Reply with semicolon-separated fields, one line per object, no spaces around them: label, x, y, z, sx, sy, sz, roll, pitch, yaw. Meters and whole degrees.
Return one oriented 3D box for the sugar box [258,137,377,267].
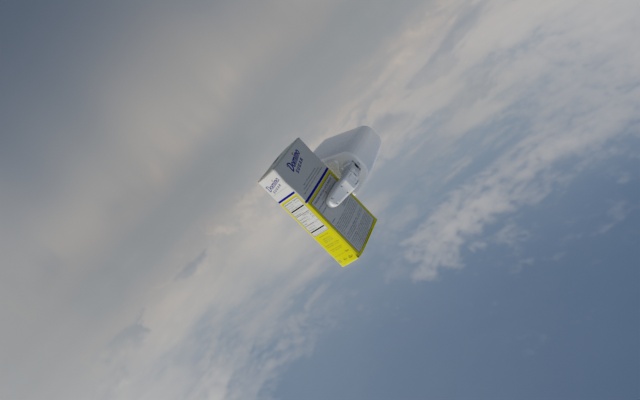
sugar box;0.000;0.003;0.691;0.048;0.176;0.093;-36;14;39
